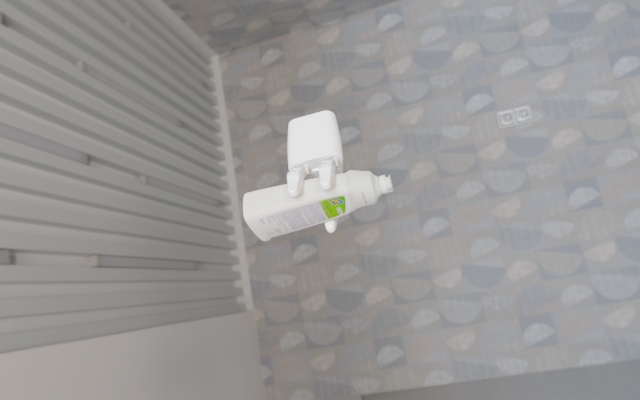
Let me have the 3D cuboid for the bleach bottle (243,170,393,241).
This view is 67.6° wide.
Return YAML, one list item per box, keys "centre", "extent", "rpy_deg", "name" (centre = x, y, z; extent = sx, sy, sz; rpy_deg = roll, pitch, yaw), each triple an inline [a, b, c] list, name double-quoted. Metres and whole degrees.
- centre: [0.000, 0.003, 0.821]
  extent: [0.251, 0.068, 0.103]
  rpy_deg: [-13, -33, 12]
  name: "bleach bottle"
